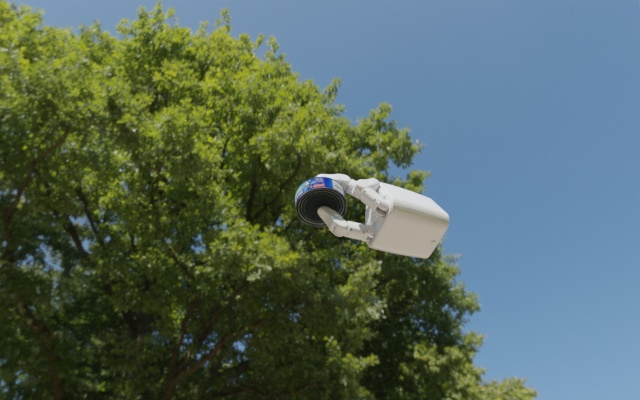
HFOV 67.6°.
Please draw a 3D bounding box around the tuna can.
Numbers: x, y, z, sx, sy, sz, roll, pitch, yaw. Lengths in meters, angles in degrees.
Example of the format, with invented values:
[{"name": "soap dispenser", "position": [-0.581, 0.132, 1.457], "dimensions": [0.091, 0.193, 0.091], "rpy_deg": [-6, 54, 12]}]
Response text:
[{"name": "tuna can", "position": [0.000, 0.002, 0.796], "dimensions": [0.086, 0.086, 0.033], "rpy_deg": [0, 40, -6]}]
